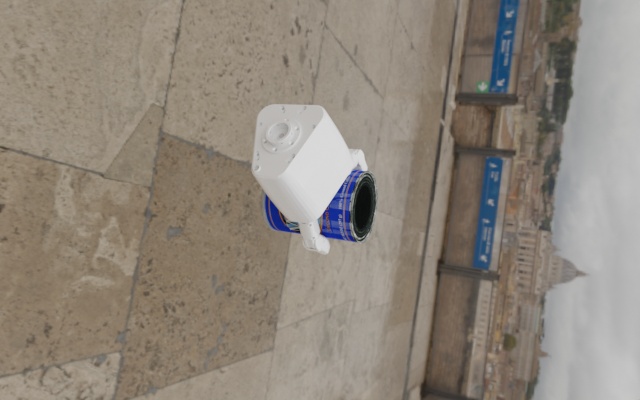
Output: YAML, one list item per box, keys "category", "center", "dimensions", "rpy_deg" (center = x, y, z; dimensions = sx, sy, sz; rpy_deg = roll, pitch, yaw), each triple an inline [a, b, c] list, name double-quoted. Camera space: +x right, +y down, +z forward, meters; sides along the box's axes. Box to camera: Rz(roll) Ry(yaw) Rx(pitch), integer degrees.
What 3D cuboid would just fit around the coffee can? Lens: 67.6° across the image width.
- category: "coffee can"
  center: [0.000, 0.002, 0.693]
  dimensions: [0.140, 0.103, 0.103]
  rpy_deg: [7, 3, 25]
